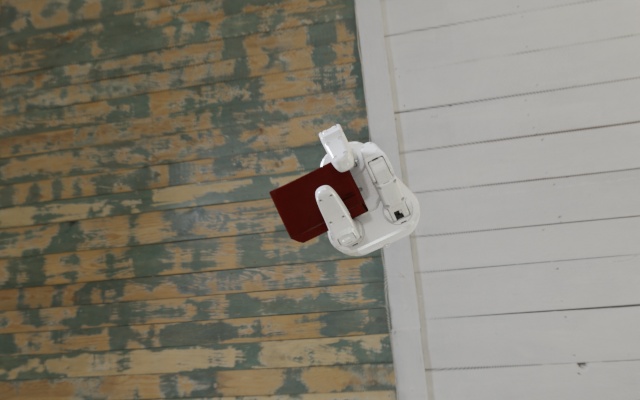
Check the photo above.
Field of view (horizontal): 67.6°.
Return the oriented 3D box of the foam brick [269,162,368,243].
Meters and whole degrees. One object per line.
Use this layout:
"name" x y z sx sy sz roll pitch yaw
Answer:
"foam brick" 0.000 0.002 0.470 0.078 0.053 0.051 -25 -13 6
